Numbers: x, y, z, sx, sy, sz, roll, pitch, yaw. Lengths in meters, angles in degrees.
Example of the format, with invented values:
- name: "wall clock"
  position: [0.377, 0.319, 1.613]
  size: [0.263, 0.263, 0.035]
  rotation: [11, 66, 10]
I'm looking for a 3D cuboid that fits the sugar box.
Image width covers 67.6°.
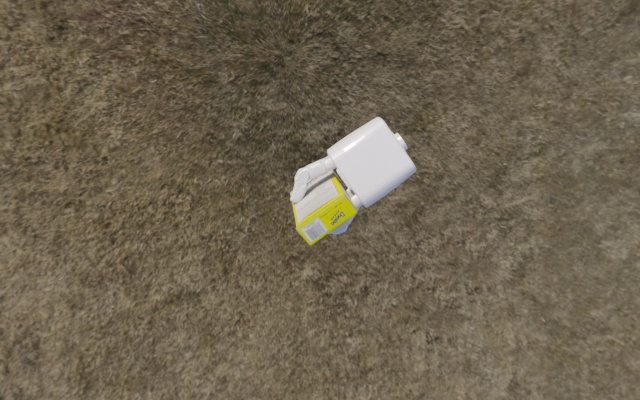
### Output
- name: "sugar box"
  position: [0.001, 0.003, 0.807]
  size: [0.093, 0.048, 0.176]
  rotation: [-35, 16, 6]
